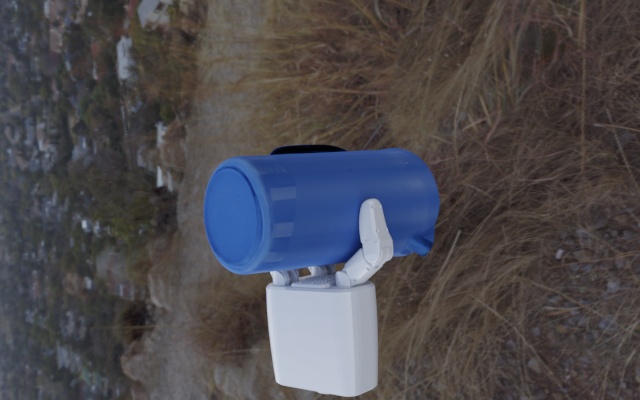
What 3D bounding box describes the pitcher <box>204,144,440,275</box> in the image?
[{"bbox_3d":[0.000,0.002,0.515,0.243,0.145,0.149,-4,0,-43],"label":"pitcher"}]
